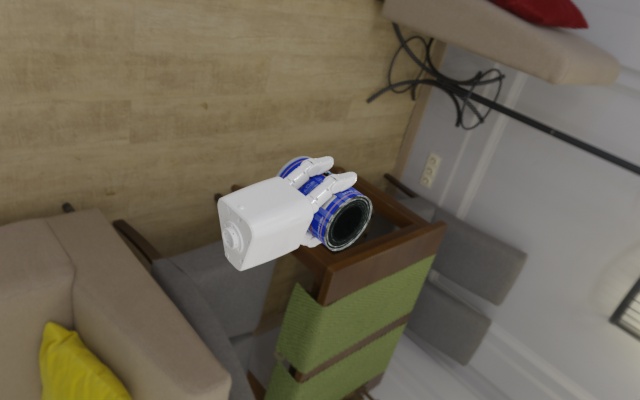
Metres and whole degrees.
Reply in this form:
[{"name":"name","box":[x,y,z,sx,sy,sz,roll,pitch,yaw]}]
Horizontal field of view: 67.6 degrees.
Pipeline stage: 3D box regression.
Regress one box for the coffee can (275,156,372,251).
[{"name":"coffee can","box":[0.000,0.003,0.792,0.103,0.103,0.140,0,30,-49]}]
